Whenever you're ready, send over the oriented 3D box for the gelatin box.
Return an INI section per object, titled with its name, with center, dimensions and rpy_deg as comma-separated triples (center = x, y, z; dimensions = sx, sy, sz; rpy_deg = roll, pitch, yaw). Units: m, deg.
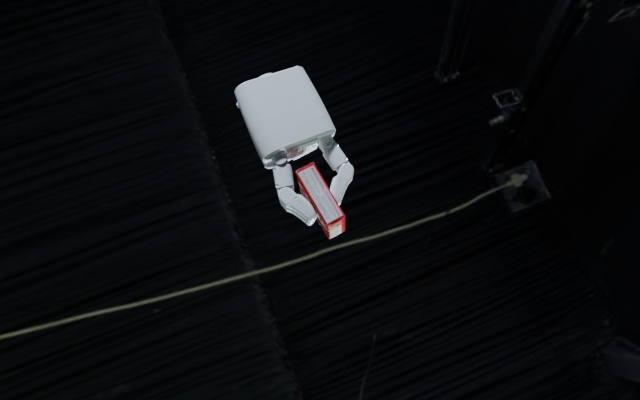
[gelatin box]
center = 0.001, 0.002, 0.650
dimensions = 0.030, 0.089, 0.073
rpy_deg = -29, -17, -7
